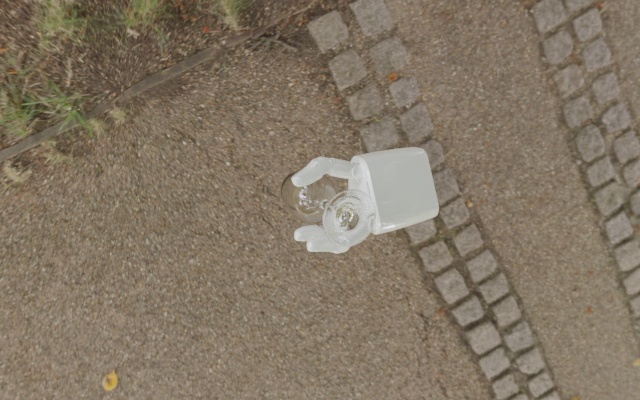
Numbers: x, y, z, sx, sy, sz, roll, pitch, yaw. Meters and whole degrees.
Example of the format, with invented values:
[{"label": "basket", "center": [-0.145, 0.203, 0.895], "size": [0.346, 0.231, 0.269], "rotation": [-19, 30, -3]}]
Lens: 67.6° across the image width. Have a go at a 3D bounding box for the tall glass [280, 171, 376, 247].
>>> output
[{"label": "tall glass", "center": [0.000, 0.002, 0.689], "size": [0.079, 0.079, 0.201], "rotation": [0, 12, -23]}]
